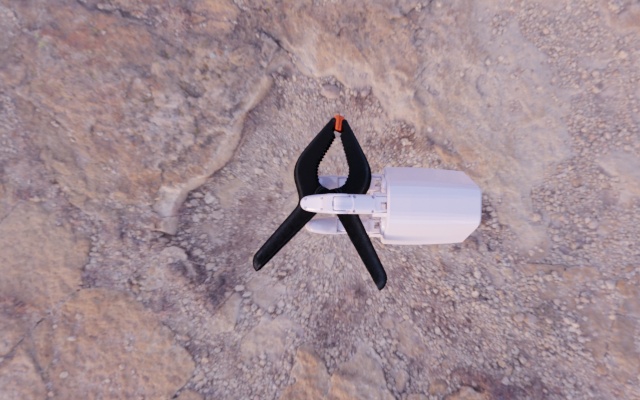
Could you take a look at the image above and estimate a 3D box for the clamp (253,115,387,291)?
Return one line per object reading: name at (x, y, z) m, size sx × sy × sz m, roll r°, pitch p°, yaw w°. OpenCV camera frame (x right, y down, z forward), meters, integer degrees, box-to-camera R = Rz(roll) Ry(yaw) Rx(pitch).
clamp at (0.000, 0.001, 0.582) m, size 0.164 × 0.210 × 0.036 m, roll 1°, pitch -1°, yaw 4°
